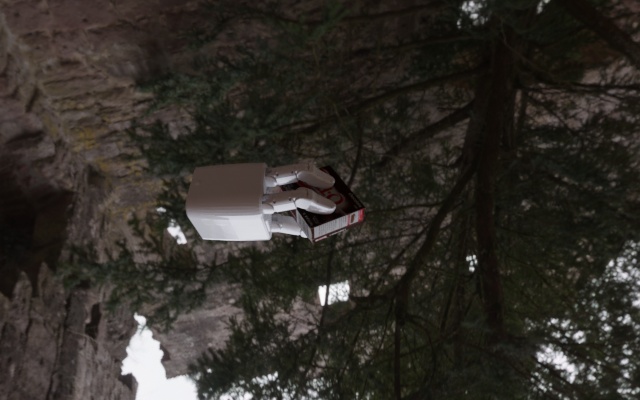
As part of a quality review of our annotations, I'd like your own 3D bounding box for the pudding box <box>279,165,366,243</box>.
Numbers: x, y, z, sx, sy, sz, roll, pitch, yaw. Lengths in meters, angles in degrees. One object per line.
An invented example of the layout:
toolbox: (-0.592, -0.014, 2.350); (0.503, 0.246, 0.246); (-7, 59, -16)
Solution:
pudding box: (0.000, 0.002, 0.710); (0.090, 0.039, 0.113); (-21, 49, -19)
